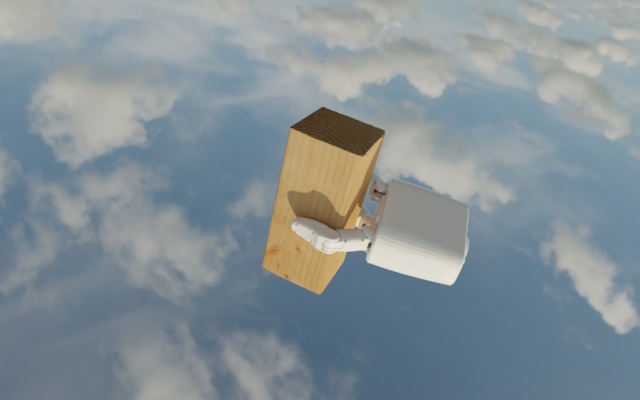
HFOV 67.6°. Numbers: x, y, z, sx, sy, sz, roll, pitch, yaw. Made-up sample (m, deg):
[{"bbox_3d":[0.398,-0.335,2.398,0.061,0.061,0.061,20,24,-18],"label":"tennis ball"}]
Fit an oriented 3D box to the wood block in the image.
[{"bbox_3d":[0.000,0.002,0.600,0.090,0.206,0.090,24,33,14],"label":"wood block"}]
